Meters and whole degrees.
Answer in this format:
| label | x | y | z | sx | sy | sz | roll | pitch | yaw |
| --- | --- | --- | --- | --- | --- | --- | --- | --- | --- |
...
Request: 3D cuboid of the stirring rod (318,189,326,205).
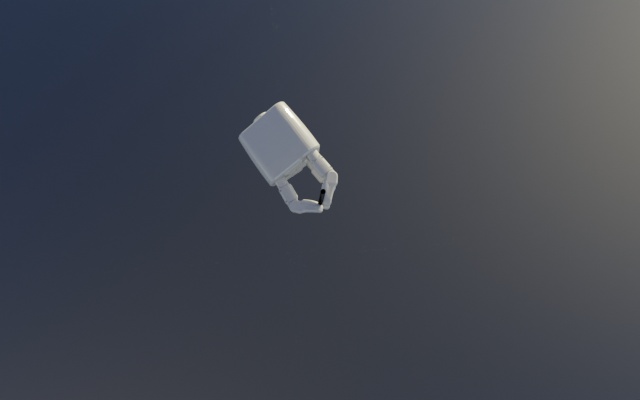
| label | x | y | z | sx | sy | sz | roll | pitch | yaw |
| --- | --- | --- | --- | --- | --- | --- | --- | --- | --- |
| stirring rod | 0.000 | 0.003 | 0.834 | 0.011 | 0.011 | 0.239 | 0 | -8 | -2 |
